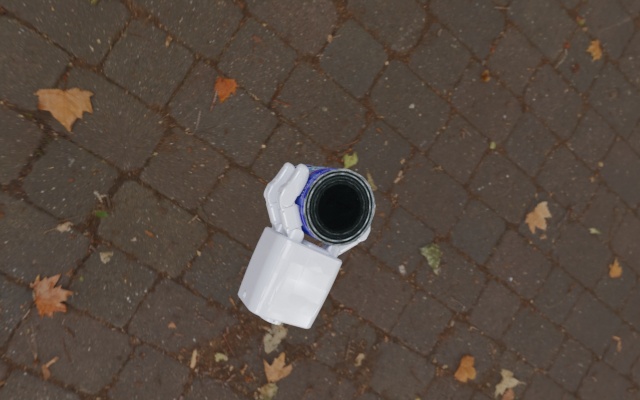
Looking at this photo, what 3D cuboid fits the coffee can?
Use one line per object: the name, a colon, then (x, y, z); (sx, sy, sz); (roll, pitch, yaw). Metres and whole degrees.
coffee can: (0.000, 0.002, 0.684); (0.103, 0.103, 0.140); (0, 6, -22)
